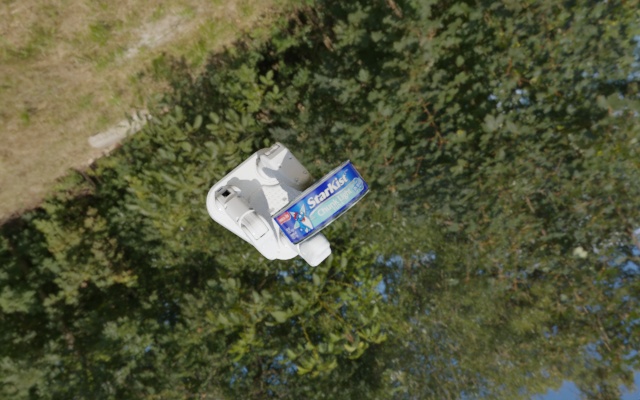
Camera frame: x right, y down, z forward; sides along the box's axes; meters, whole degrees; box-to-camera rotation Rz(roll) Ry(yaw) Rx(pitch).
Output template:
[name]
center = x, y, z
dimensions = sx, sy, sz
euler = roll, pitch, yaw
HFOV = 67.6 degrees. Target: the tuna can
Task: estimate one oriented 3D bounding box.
[tuna can]
center = 0.000, 0.002, 0.420
dimensions = 0.086, 0.034, 0.086
euler = -37, 2, 2
